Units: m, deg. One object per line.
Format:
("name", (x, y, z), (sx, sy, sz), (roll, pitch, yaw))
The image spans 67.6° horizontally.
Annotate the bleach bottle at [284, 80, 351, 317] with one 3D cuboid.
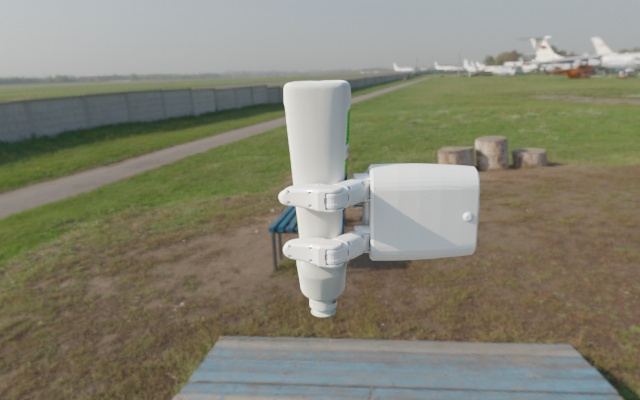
("bleach bottle", (0.000, 0.002, 0.512), (0.068, 0.251, 0.102), (-1, 16, 2))
